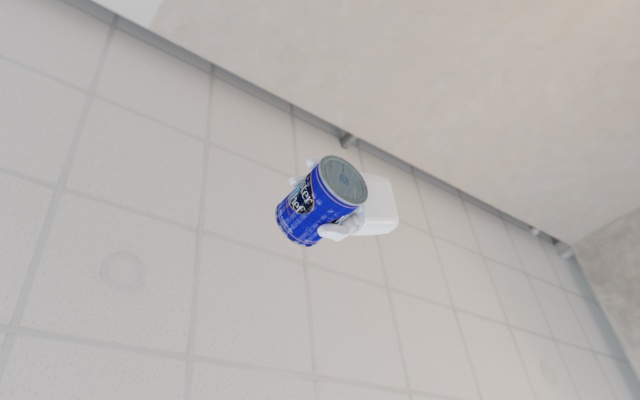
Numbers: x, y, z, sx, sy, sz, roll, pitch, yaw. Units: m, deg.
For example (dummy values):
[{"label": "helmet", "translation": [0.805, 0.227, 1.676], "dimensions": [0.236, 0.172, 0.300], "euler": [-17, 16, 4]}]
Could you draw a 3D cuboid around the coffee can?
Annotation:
[{"label": "coffee can", "translation": [0.000, 0.003, 0.843], "dimensions": [0.103, 0.102, 0.140], "euler": [0, -34, -46]}]
